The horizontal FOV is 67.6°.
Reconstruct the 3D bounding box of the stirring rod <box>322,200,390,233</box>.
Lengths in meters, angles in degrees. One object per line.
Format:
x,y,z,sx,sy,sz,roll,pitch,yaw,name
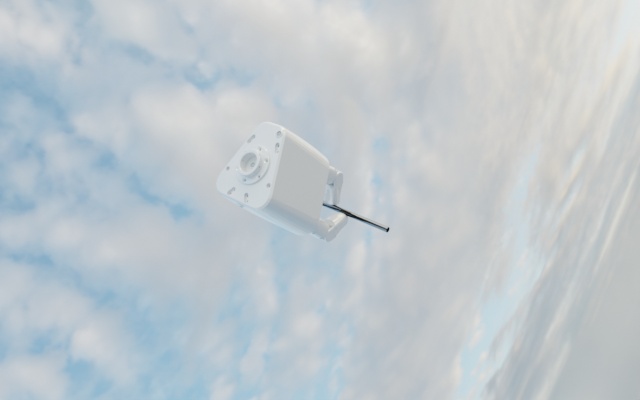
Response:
0.000,0.002,0.716,0.239,0.011,0.011,22,13,35,stirring rod
